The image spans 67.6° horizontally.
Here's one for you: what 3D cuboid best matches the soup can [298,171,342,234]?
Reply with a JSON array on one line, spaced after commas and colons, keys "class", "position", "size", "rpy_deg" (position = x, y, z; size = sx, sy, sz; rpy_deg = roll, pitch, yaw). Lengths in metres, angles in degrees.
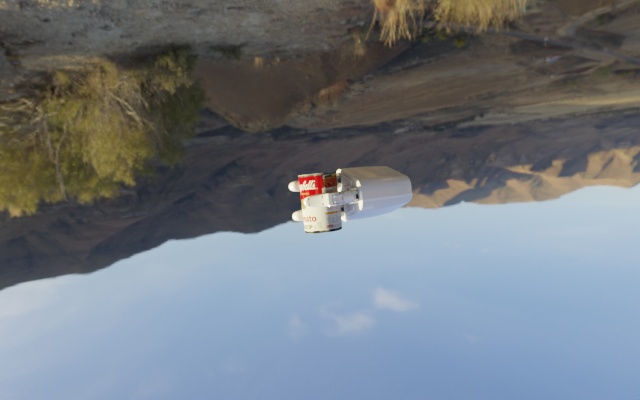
[{"class": "soup can", "position": [0.000, 0.003, 0.839], "size": [0.068, 0.102, 0.068], "rpy_deg": [-6, 3, 0]}]
